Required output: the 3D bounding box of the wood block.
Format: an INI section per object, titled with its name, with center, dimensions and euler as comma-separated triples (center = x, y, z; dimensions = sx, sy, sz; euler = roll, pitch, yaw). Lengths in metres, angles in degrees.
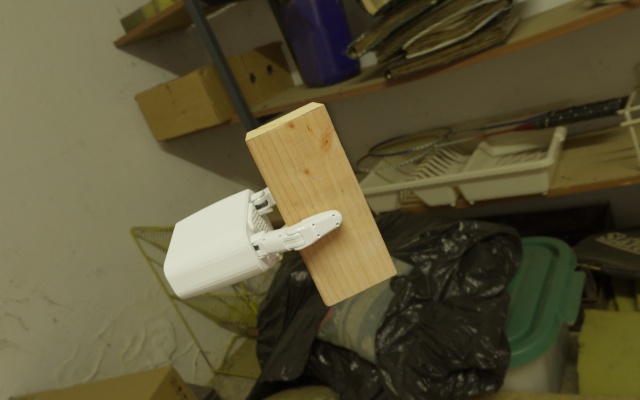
[wood block]
center = 0.000, 0.002, 0.550
dimensions = 0.090, 0.206, 0.090
euler = -25, 15, -1
